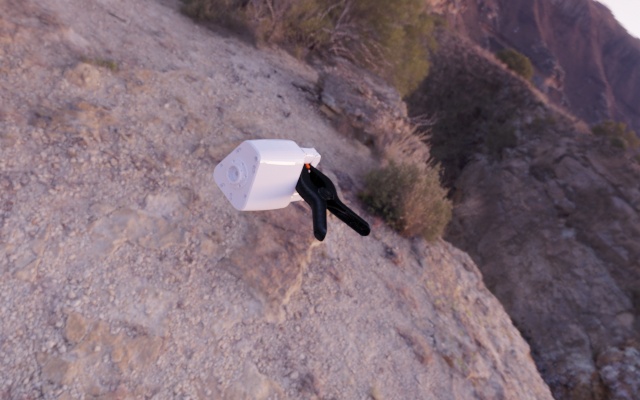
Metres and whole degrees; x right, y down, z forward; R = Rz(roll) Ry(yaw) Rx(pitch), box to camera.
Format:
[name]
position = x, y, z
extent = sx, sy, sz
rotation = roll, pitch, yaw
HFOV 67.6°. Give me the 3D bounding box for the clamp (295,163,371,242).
[clamp]
position = 0.000, 0.002, 0.806
extent = 0.171, 0.039, 0.120
rotation = 49, 30, 23
